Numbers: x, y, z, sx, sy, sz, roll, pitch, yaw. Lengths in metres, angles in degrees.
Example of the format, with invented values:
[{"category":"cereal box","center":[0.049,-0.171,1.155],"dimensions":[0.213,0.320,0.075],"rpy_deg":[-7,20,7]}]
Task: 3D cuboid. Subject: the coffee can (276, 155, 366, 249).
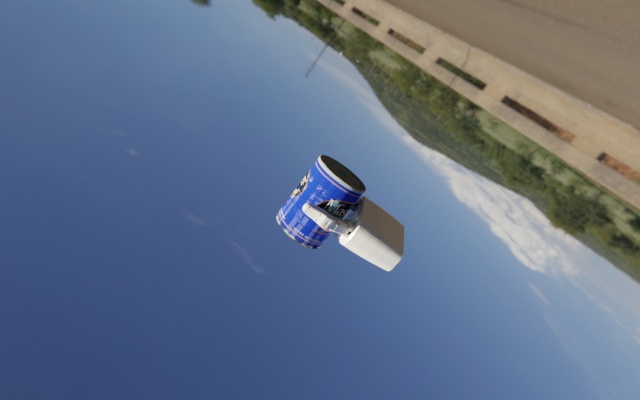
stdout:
[{"category":"coffee can","center":[0.000,0.003,0.870],"dimensions":[0.103,0.140,0.102],"rpy_deg":[34,18,-12]}]
